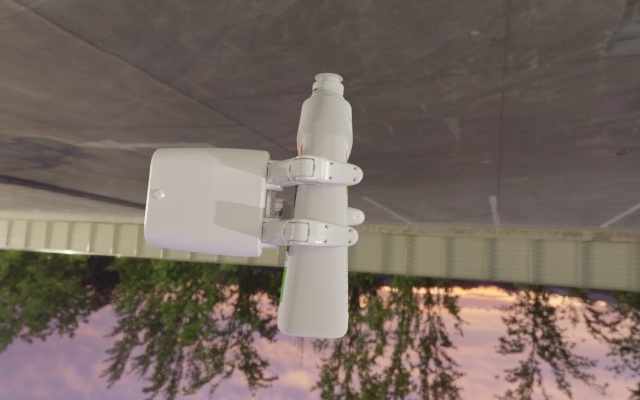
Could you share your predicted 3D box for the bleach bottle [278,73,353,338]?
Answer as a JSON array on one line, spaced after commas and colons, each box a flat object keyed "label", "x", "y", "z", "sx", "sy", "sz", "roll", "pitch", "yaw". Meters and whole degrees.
[{"label": "bleach bottle", "x": 0.000, "y": 0.002, "z": 0.476, "sx": 0.068, "sy": 0.251, "sz": 0.102, "roll": 4, "pitch": -7, "yaw": -1}]
